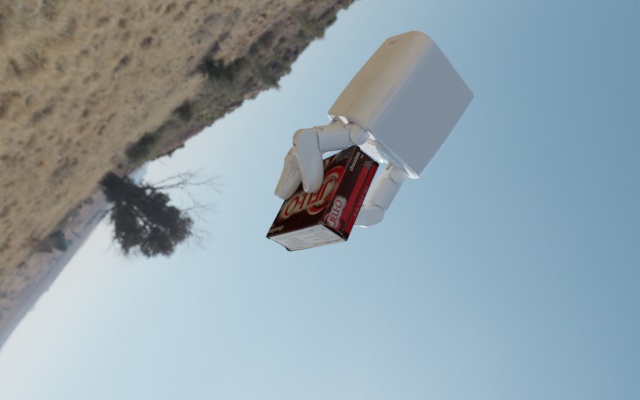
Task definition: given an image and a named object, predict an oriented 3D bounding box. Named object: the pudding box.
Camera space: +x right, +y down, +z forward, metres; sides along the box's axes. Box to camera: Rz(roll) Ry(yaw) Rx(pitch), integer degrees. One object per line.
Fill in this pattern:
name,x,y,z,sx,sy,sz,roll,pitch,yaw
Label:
pudding box,0.000,0.002,0.482,0.039,0.090,0.113,36,-27,-19
